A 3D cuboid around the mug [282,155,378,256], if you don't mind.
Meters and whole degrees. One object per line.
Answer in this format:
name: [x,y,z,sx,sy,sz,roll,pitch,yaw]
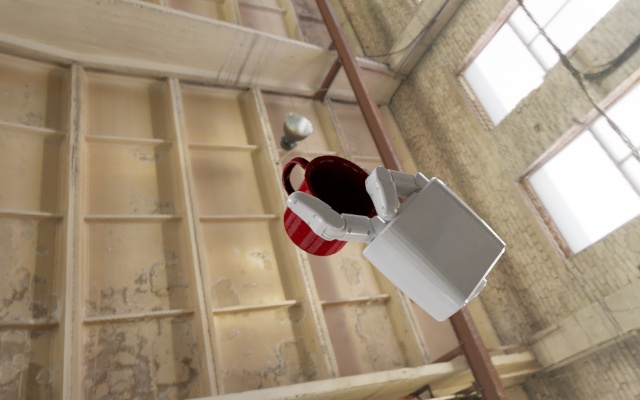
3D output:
mug: [-0.001,0.001,0.542,0.093,0.117,0.081,-38,-13,-46]
